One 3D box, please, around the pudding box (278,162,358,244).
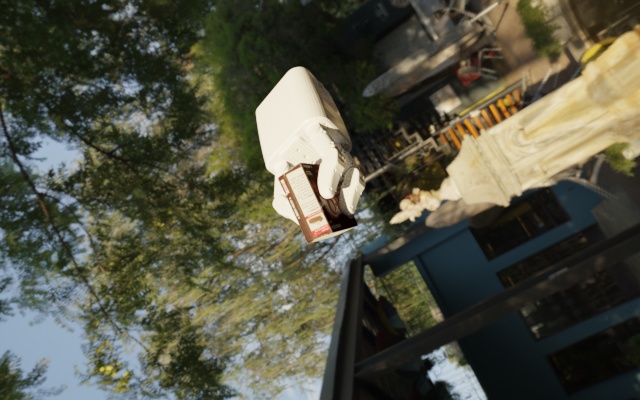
[{"bbox_3d":[0.000,0.002,0.593,0.039,0.090,0.113,-28,-7,20],"label":"pudding box"}]
